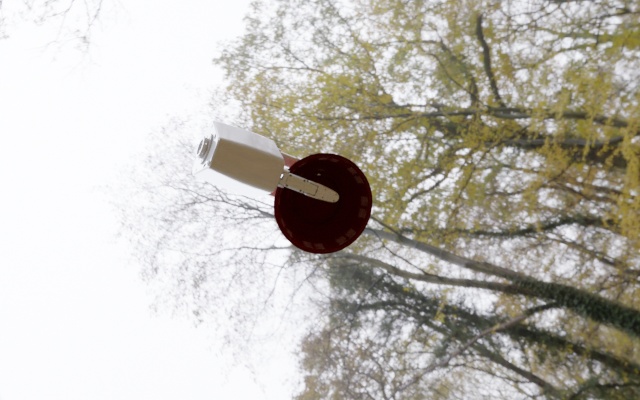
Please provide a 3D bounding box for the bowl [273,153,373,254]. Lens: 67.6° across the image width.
[{"bbox_3d":[0.001,0.003,0.777,0.162,0.162,0.055,0,8,-14],"label":"bowl"}]
